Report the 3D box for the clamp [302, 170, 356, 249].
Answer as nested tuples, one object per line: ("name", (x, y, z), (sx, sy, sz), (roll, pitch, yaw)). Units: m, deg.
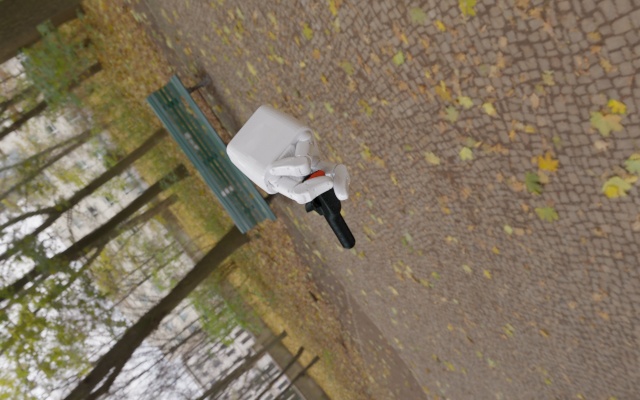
("clamp", (0.000, 0.003, 0.785), (0.120, 0.039, 0.172), (33, -24, 35))
